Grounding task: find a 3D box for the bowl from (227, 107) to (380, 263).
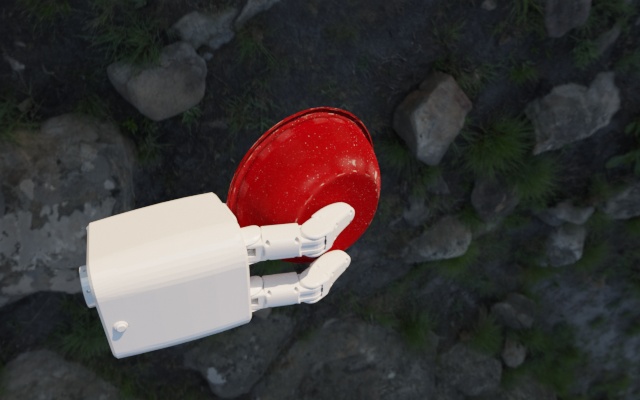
[{"bbox_3d":[0.001,0.001,0.432,0.162,0.162,0.055,0,31,-41],"label":"bowl"}]
